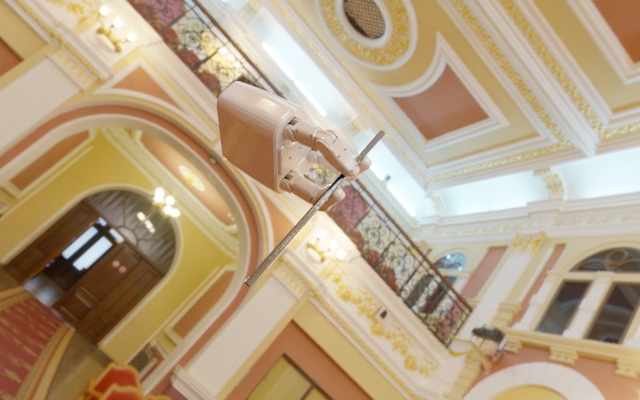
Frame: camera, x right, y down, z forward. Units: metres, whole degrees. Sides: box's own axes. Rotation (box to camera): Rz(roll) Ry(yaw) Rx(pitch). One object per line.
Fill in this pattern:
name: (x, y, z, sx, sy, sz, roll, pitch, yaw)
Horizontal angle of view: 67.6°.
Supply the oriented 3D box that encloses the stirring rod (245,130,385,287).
stirring rod: (0.000, 0.002, 0.527, 0.239, 0.011, 0.011, -48, 23, -22)
